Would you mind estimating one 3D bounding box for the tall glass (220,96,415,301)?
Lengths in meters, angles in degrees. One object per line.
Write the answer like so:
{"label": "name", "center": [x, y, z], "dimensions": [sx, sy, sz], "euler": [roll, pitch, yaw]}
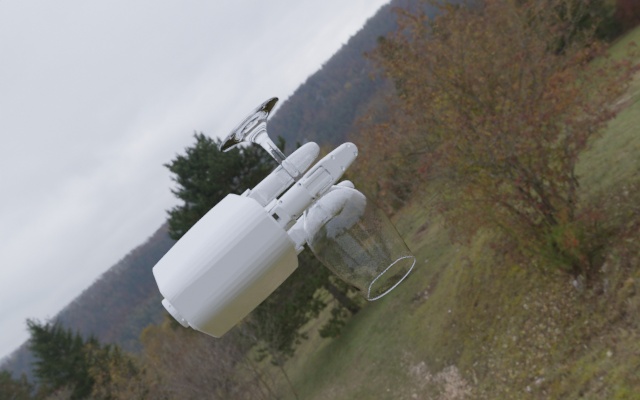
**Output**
{"label": "tall glass", "center": [0.000, 0.001, 0.452], "dimensions": [0.079, 0.201, 0.079], "euler": [-43, 3, 2]}
